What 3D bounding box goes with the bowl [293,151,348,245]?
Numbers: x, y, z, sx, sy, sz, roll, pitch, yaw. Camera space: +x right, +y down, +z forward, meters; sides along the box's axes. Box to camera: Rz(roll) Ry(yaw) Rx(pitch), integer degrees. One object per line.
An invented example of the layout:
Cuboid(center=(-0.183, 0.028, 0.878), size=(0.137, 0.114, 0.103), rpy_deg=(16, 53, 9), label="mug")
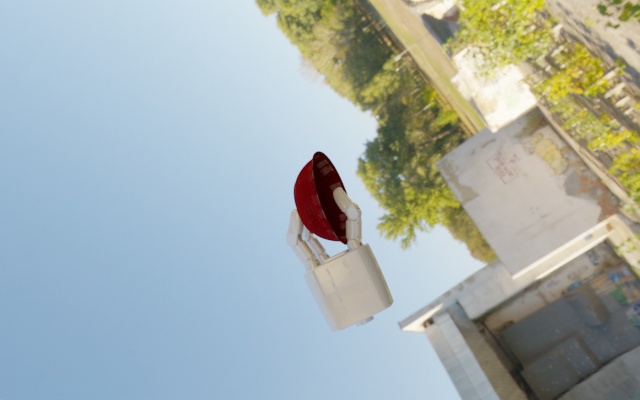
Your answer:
Cuboid(center=(-0.001, 0.001, 0.790), size=(0.055, 0.162, 0.162), rpy_deg=(-18, -6, 19), label="bowl")
